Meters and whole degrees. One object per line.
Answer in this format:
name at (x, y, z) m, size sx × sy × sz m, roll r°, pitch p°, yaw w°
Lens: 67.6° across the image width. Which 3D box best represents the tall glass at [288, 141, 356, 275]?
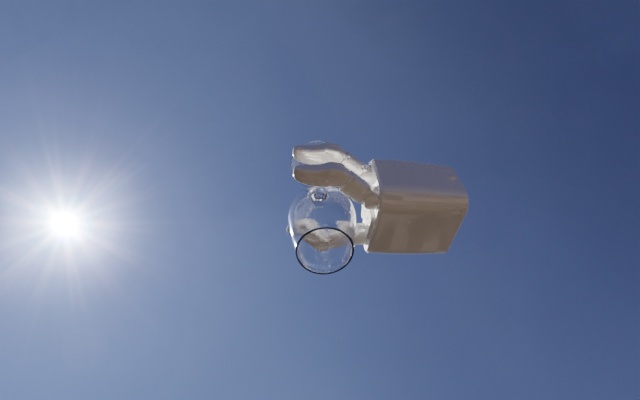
tall glass at (0.000, 0.002, 0.581) m, size 0.079 × 0.079 × 0.201 m, roll 0°, pitch 31°, yaw -3°
